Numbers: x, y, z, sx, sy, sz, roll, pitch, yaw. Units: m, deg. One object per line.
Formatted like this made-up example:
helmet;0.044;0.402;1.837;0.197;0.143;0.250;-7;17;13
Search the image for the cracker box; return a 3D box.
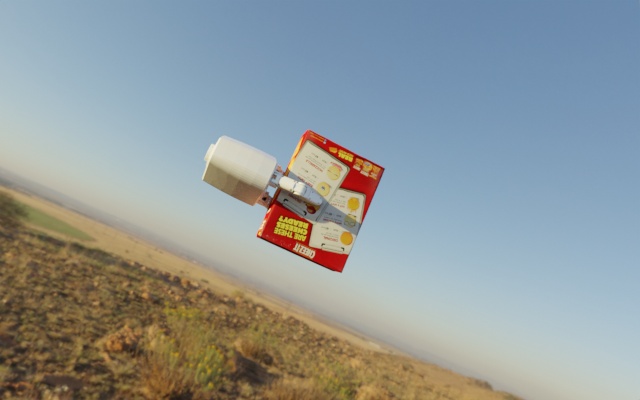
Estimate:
cracker box;0.000;0.003;0.881;0.164;0.213;0.072;26;-11;-10
